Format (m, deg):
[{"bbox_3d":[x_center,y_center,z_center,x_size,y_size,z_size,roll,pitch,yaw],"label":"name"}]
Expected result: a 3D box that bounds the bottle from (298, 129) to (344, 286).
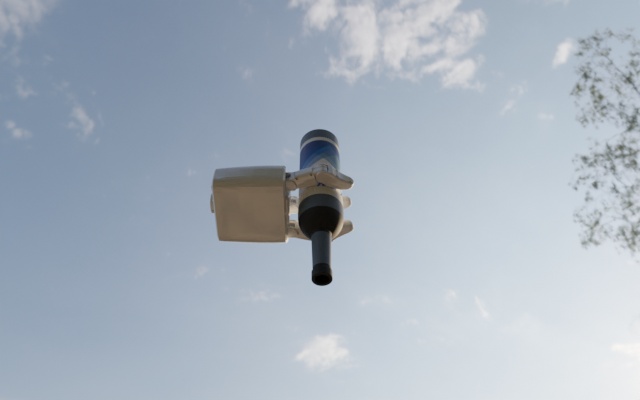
[{"bbox_3d":[0.000,0.002,0.714,0.069,0.069,0.295,0,42,-1],"label":"bottle"}]
